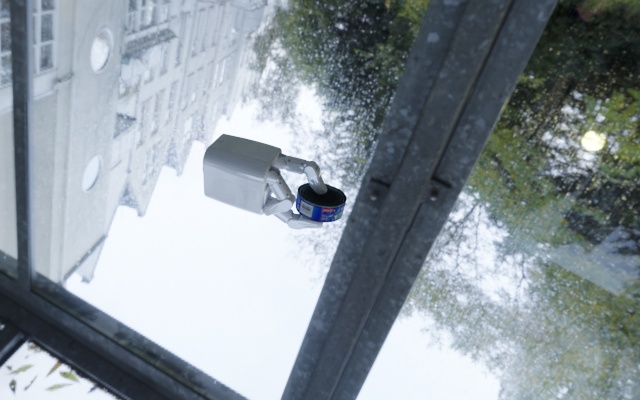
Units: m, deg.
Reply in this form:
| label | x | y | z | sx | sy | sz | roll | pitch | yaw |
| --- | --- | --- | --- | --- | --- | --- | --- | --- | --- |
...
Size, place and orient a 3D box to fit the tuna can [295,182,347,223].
| label | x | y | z | sx | sy | sz | roll | pitch | yaw |
| --- | --- | --- | --- | --- | --- | --- | --- | --- | --- |
| tuna can | 0.000 | 0.003 | 0.818 | 0.086 | 0.034 | 0.086 | 9 | 28 | -5 |
